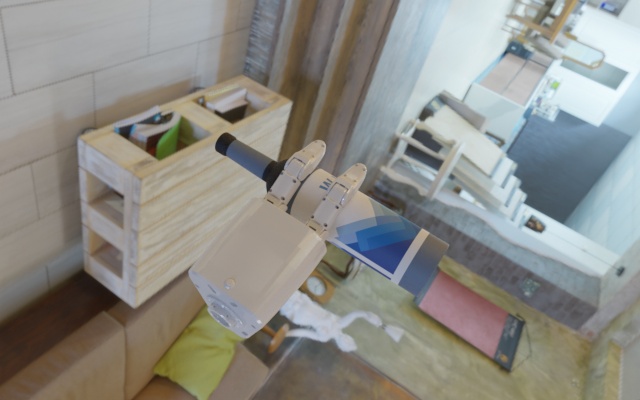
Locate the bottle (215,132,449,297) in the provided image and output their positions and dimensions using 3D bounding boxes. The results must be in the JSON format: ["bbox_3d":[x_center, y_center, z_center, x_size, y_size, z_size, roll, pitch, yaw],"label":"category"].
[{"bbox_3d":[0.000,0.002,0.550,0.295,0.069,0.069,31,9,15],"label":"bottle"}]
